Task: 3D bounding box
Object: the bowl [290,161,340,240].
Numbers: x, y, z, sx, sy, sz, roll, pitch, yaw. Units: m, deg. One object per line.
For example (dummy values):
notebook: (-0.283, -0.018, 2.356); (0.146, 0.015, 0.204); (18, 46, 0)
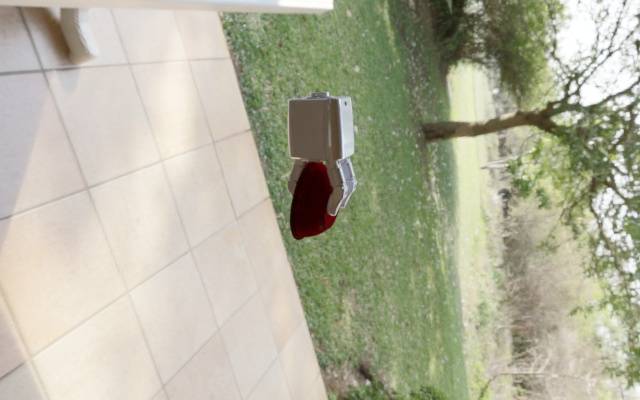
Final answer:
bowl: (0.000, 0.004, 0.900); (0.055, 0.162, 0.162); (14, 4, 18)
